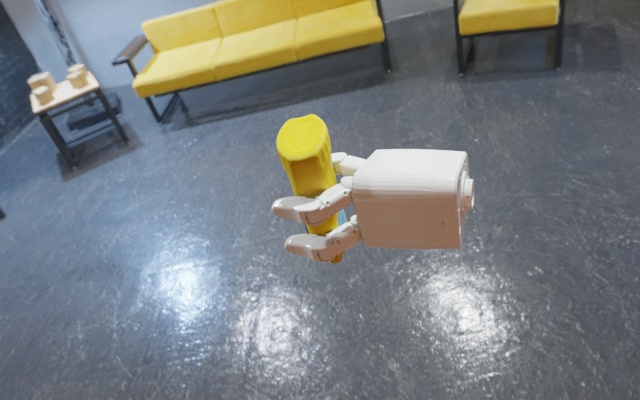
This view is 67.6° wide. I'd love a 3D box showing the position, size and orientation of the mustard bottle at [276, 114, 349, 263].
[{"bbox_3d":[0.000,0.002,0.569,0.058,0.192,0.096,-13,36,4],"label":"mustard bottle"}]
